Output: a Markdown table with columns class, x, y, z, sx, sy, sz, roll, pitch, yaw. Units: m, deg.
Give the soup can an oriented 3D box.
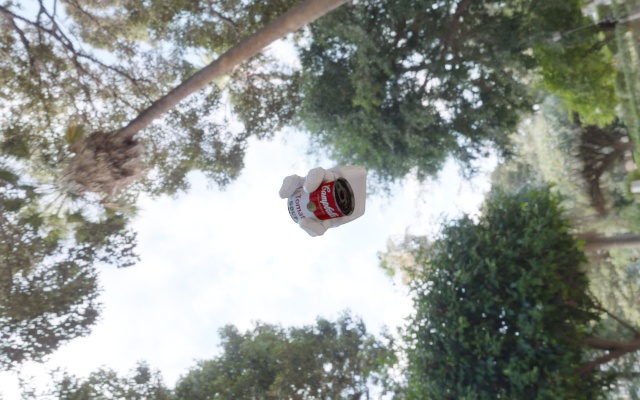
| class | x | y | z | sx | sy | sz | roll | pitch | yaw |
| --- | --- | --- | --- | --- | --- | --- | --- | --- | --- |
| soup can | 0.000 | 0.003 | 0.840 | 0.102 | 0.068 | 0.068 | -13 | -7 | 32 |
